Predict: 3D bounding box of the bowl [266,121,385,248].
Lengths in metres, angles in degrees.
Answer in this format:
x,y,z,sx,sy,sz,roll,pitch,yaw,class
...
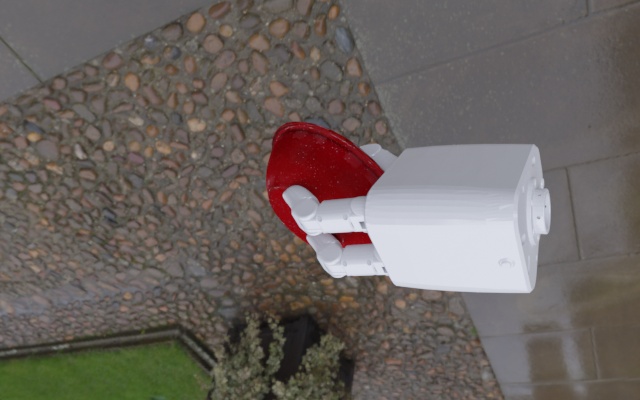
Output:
x,y,z,sx,sy,sz,roll,pitch,yaw,class
-0.001,0.002,0.477,0.162,0.162,0.055,0,44,54,bowl
